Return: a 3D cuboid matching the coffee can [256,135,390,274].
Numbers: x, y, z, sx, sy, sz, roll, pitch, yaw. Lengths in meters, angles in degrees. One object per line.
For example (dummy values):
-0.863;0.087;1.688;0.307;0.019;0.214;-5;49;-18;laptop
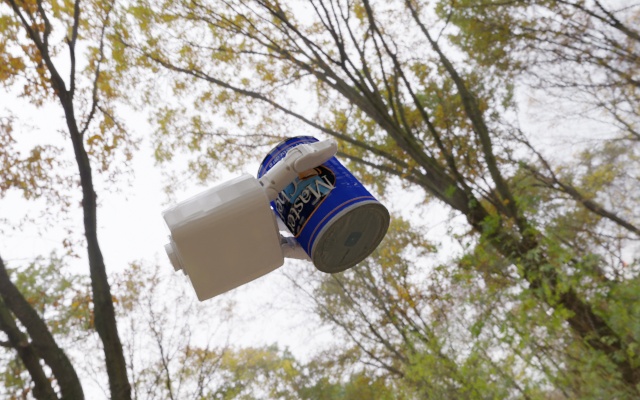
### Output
0.000;0.002;0.569;0.103;0.103;0.140;0;37;-41;coffee can
